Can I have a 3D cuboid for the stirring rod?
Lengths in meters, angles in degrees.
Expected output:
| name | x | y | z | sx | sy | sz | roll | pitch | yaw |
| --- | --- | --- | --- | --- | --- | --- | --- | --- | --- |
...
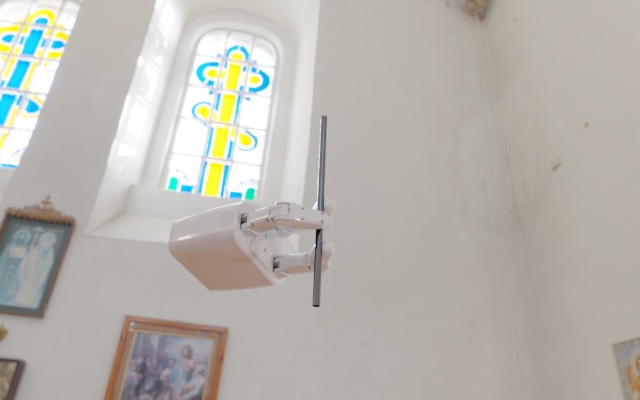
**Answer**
| name | x | y | z | sx | sy | sz | roll | pitch | yaw |
| --- | --- | --- | --- | --- | --- | --- | --- | --- | --- |
| stirring rod | 0.000 | 0.002 | 0.544 | 0.011 | 0.239 | 0.011 | 2 | -28 | 1 |
